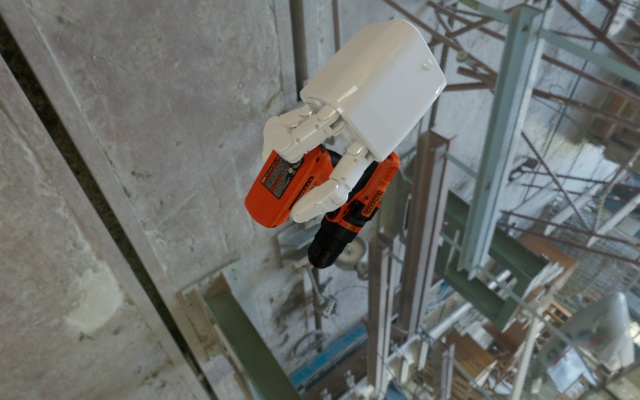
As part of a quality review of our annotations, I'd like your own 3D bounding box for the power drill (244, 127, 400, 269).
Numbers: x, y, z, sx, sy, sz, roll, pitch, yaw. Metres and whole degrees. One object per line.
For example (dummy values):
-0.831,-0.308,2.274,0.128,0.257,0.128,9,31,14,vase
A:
0.000,0.002,0.566,0.057,0.184,0.188,38,14,32,power drill
